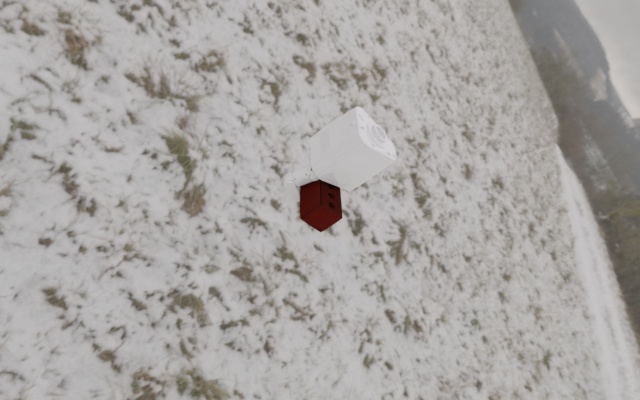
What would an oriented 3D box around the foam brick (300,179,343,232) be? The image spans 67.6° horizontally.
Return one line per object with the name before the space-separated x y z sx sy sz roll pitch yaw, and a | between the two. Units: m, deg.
foam brick | 0.000 0.003 0.816 0.051 0.078 0.053 -32 -48 30
